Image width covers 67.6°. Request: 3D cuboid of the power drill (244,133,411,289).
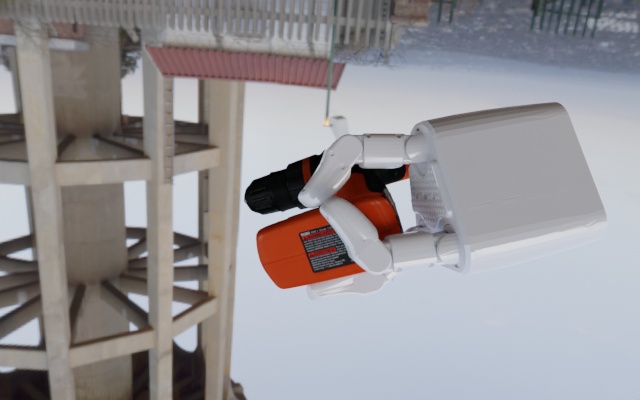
[{"bbox_3d":[0.000,0.002,0.426,0.184,0.057,0.187,-17,21,13],"label":"power drill"}]
